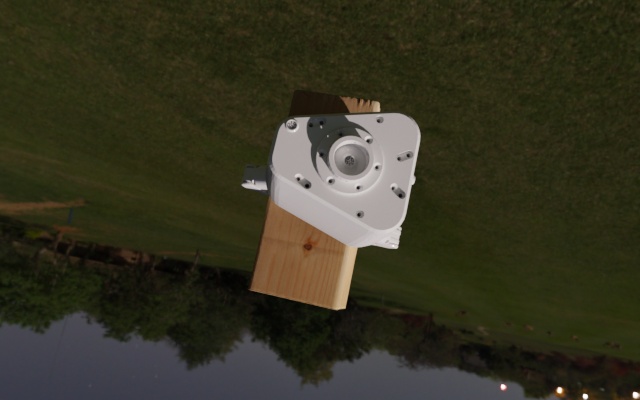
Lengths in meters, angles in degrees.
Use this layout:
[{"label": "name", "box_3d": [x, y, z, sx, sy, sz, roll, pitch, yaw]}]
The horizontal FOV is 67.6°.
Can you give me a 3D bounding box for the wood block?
[{"label": "wood block", "box_3d": [0.000, 0.002, 0.503, 0.091, 0.206, 0.090, 11, -10, 10]}]
